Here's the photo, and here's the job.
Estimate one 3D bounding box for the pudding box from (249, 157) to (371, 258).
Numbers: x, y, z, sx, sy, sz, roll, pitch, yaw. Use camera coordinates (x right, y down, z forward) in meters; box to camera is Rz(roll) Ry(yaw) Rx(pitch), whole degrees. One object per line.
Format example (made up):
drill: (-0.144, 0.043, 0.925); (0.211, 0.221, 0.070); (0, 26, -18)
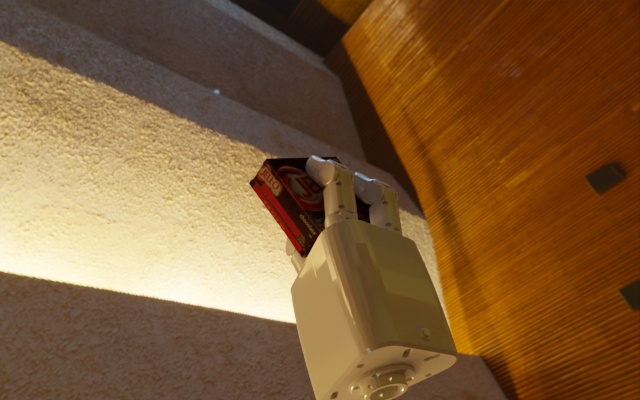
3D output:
pudding box: (0.000, 0.002, 0.456); (0.039, 0.090, 0.113); (-47, -22, 28)
